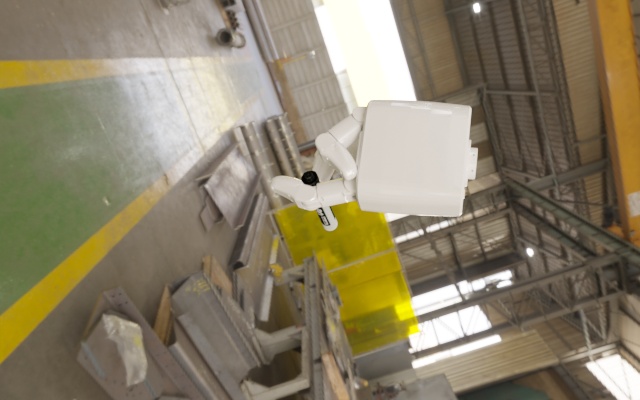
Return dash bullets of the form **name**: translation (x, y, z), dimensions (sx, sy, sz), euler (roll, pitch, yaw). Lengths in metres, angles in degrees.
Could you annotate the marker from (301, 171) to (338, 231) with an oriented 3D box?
- **marker**: translation (0.000, 0.002, 0.557), dimensions (0.020, 0.020, 0.121), euler (0, -29, 14)
